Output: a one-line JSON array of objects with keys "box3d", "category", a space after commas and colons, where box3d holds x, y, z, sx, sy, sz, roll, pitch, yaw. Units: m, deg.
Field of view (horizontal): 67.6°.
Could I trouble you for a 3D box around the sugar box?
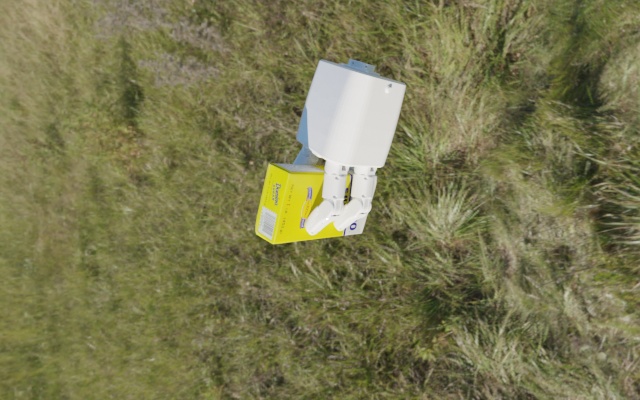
[{"box3d": [0.000, 0.002, 0.631, 0.176, 0.093, 0.048, -2, 22, -45], "category": "sugar box"}]
